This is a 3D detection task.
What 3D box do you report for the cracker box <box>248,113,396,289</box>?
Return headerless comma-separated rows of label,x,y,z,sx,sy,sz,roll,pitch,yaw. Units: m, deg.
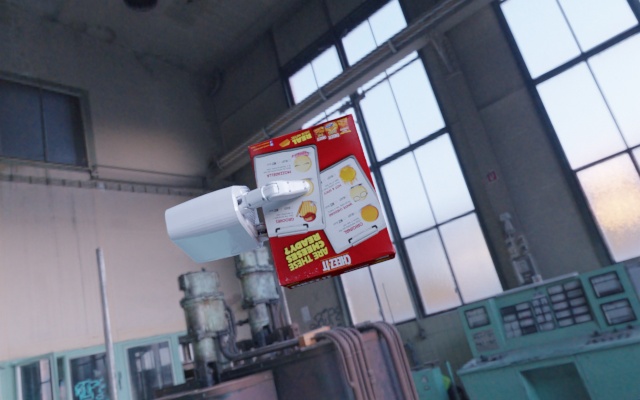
cracker box,0.000,0.002,0.692,0.164,0.213,0.072,-17,-17,6
